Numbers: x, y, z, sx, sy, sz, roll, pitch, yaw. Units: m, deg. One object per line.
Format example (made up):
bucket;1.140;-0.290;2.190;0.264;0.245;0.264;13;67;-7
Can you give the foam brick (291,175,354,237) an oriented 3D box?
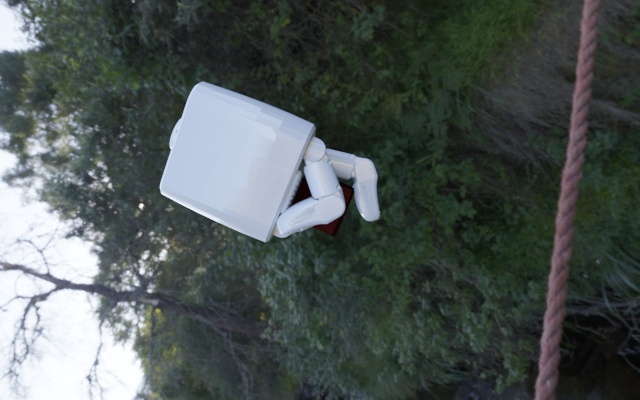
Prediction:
foam brick;0.000;0.002;0.491;0.051;0.053;0.078;23;-2;-1
